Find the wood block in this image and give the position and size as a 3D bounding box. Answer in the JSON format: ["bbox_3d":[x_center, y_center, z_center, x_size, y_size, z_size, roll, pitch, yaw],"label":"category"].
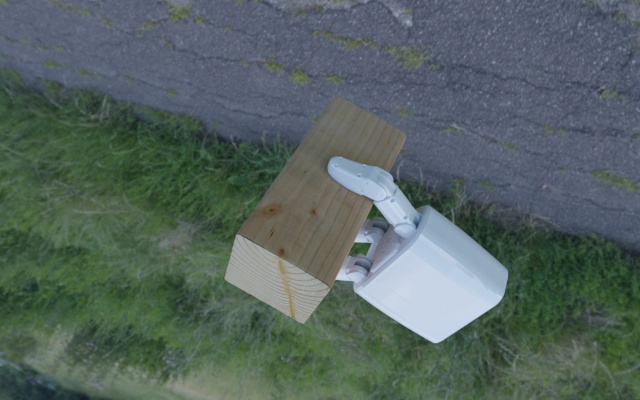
[{"bbox_3d":[0.000,0.002,0.479,0.090,0.206,0.091,30,-38,1],"label":"wood block"}]
